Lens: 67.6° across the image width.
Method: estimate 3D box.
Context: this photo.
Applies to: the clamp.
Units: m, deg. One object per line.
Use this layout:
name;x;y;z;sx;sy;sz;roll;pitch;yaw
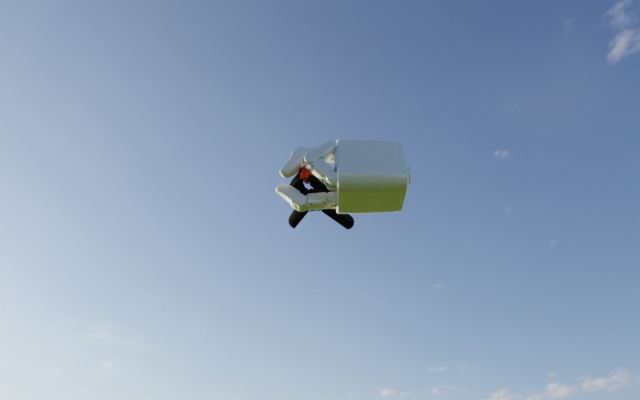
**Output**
clamp;0.000;0.002;0.816;0.120;0.039;0.172;0;-31;1
